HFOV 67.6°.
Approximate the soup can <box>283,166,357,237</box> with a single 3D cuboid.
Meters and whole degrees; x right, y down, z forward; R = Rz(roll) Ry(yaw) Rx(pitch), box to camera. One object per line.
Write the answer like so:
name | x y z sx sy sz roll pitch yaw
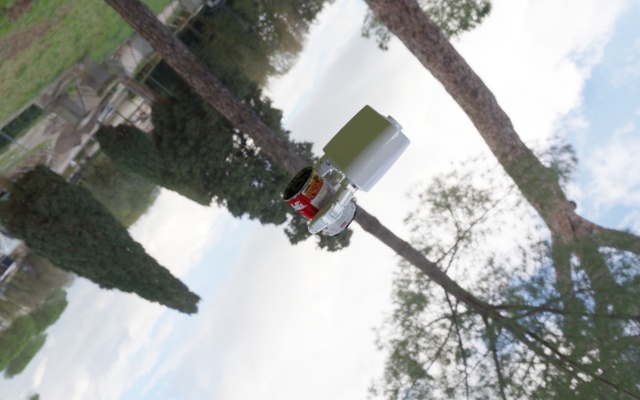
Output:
soup can | 0.000 0.003 0.764 0.102 0.068 0.068 40 -17 -22
